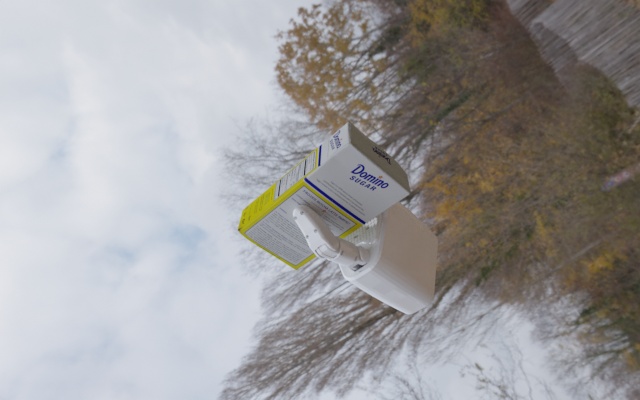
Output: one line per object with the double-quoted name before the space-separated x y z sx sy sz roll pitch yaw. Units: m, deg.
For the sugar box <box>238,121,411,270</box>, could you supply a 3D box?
"sugar box" 0.000 0.001 0.522 0.093 0.048 0.176 37 -58 -28
